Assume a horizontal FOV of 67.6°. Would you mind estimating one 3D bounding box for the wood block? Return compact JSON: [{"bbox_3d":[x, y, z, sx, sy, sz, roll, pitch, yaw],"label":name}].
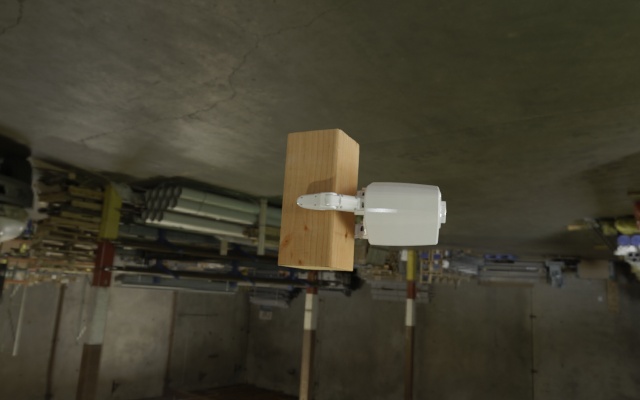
[{"bbox_3d":[0.000,0.003,0.747,0.090,0.206,0.091,-1,-11,26],"label":"wood block"}]
